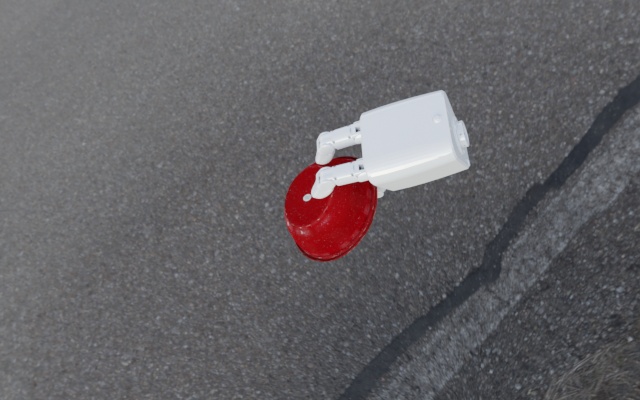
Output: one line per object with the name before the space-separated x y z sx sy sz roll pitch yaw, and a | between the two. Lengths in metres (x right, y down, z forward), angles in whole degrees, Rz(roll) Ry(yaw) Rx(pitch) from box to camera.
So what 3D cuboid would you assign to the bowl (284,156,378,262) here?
bowl | -0.001 0.003 0.678 0.162 0.162 0.055 0 -19 44
